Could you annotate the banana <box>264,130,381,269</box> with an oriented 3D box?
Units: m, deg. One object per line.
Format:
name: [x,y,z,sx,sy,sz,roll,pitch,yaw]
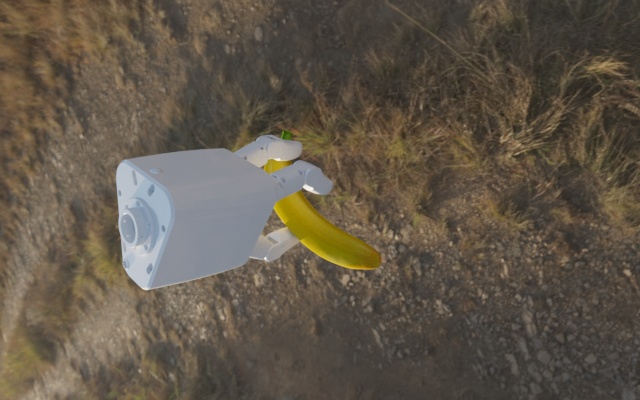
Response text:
banana: [-0.012,0.012,0.533,0.037,0.197,0.070,-5,-37,-52]
